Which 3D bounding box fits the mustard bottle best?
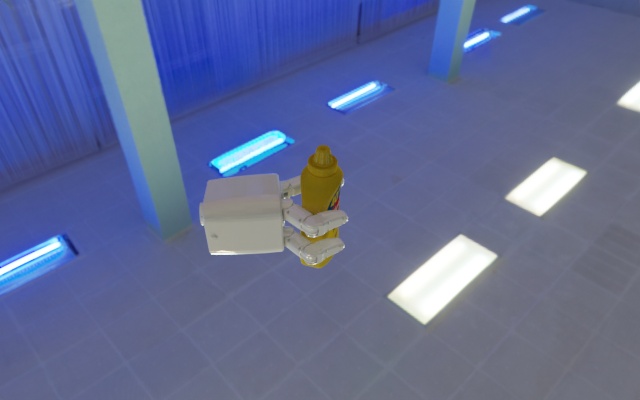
[{"bbox_3d":[0.000,0.002,0.690,0.058,0.192,0.096,12,43,11],"label":"mustard bottle"}]
